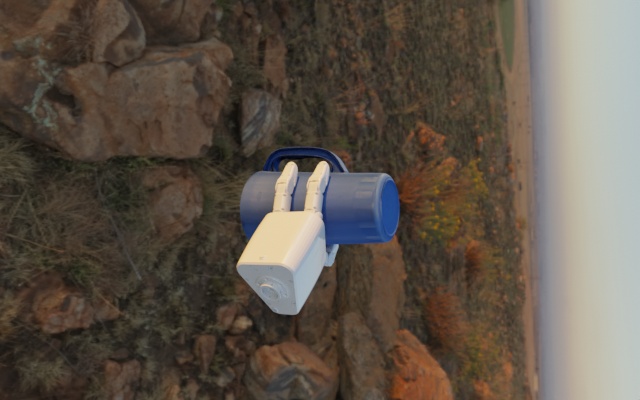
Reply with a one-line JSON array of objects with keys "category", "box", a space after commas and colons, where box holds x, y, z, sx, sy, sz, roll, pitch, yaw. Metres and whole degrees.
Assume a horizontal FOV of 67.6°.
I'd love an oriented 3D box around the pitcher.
[{"category": "pitcher", "box": [0.000, 0.003, 0.786, 0.243, 0.149, 0.145, -1, 36, 27]}]
